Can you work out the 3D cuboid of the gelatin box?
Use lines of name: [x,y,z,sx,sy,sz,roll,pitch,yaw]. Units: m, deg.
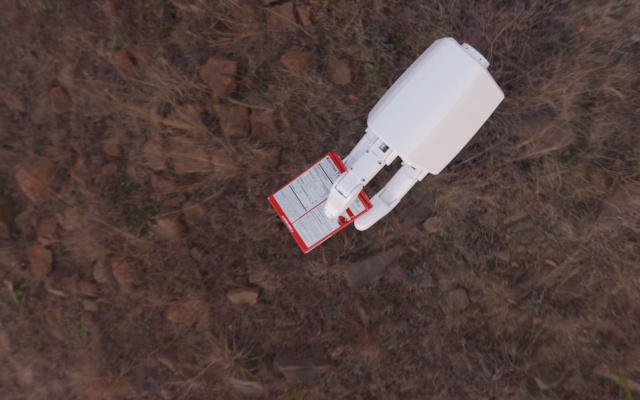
gelatin box: [0.000,0.002,0.514,0.089,0.073,0.030,-35,-3,15]
